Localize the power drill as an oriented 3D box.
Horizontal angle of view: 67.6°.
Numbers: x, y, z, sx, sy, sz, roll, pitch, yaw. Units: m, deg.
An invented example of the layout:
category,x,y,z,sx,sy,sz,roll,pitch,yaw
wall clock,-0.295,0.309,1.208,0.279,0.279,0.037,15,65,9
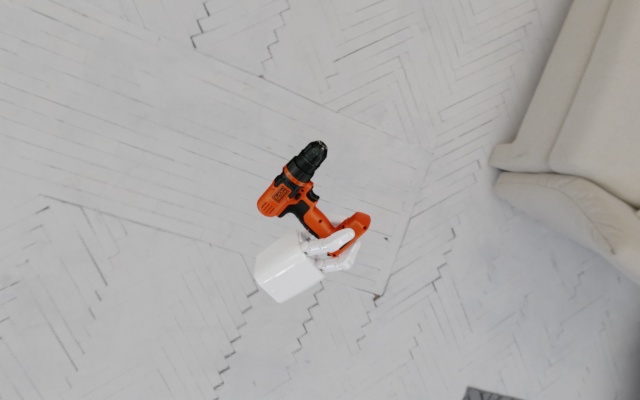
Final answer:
category,x,y,z,sx,sy,sz,roll,pitch,yaw
power drill,0.000,0.003,0.876,0.184,0.187,0.057,-45,10,29
